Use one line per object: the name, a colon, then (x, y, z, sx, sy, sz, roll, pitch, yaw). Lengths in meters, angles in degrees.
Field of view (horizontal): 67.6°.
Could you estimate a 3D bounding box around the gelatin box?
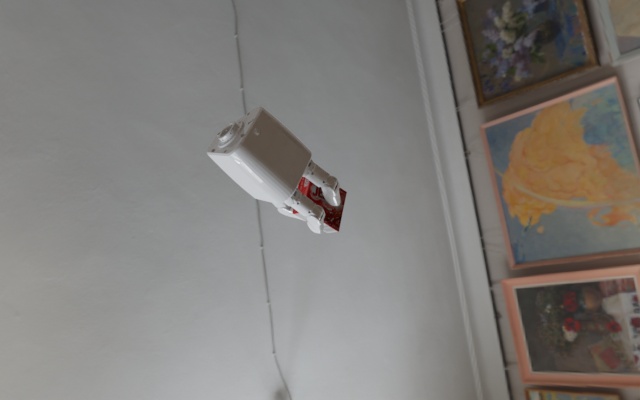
gelatin box: (0.000, 0.003, 0.767, 0.030, 0.073, 0.089, -9, -30, 42)
